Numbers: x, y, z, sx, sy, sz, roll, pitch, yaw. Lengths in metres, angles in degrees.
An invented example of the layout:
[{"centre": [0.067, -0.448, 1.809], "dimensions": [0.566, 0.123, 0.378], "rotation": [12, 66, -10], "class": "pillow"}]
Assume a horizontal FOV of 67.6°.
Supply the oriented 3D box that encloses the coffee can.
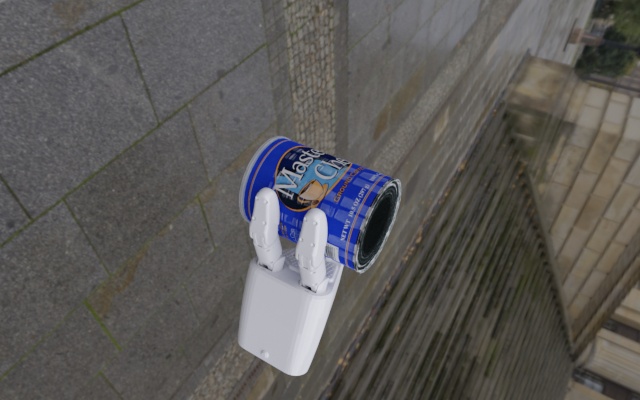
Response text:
[{"centre": [0.000, 0.001, 0.505], "dimensions": [0.140, 0.103, 0.103], "rotation": [22, 9, 22], "class": "coffee can"}]
